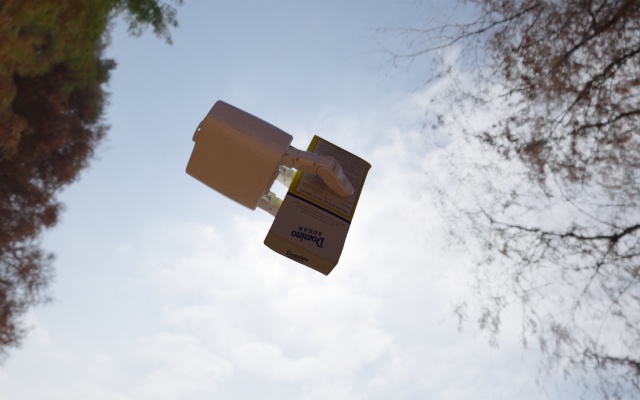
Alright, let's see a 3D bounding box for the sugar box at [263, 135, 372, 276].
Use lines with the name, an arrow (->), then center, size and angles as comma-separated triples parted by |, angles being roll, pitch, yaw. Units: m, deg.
sugar box -> 0.000, 0.002, 0.623 | 0.093, 0.176, 0.048 | 26, -36, -4
